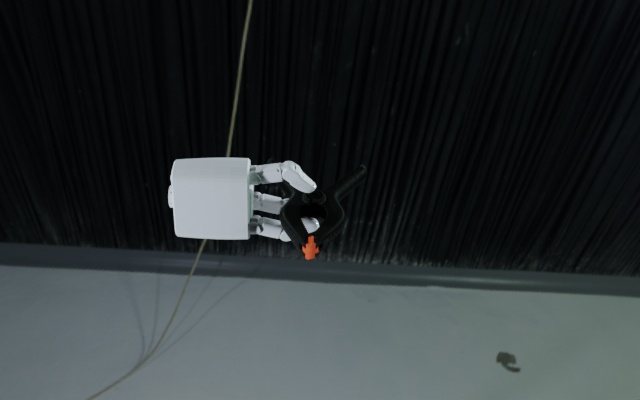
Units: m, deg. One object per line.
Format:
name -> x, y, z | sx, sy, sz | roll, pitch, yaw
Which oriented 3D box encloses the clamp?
clamp -> 0.000, 0.002, 0.708 | 0.164, 0.036, 0.209 | -1, 39, -5
